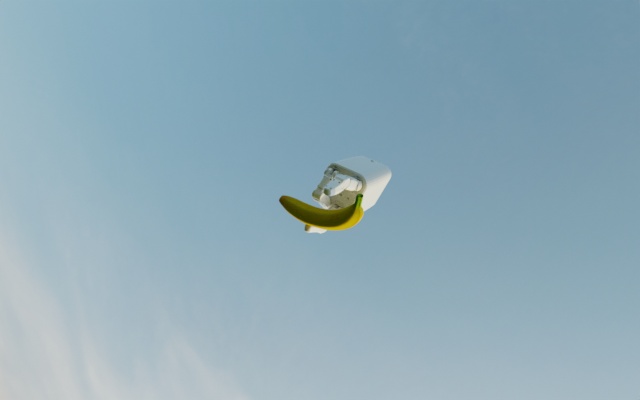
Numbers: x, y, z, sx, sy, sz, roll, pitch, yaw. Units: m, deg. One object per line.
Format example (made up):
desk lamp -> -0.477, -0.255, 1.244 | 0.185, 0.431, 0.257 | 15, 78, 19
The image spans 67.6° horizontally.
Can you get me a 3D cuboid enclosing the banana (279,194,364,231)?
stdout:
banana -> 0.006, 0.021, 0.861 | 0.198, 0.069, 0.037 | -2, 14, 40
